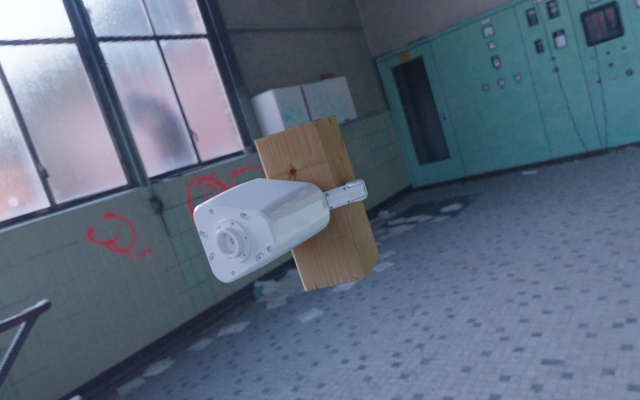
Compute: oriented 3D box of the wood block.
[{"bbox_3d":[0.000,0.002,0.634,0.091,0.206,0.090,-15,8,20],"label":"wood block"}]
